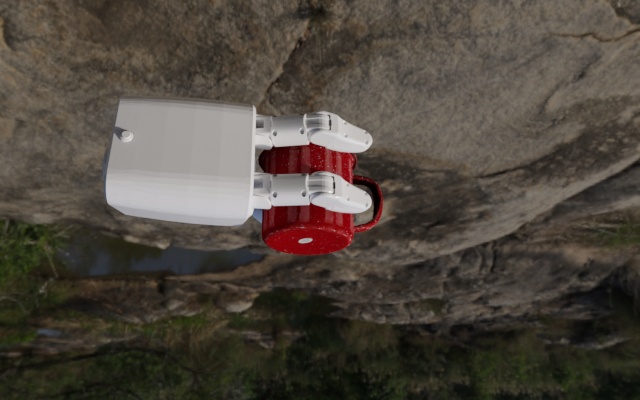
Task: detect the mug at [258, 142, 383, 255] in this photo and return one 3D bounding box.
[{"bbox_3d":[0.001,0.002,0.437,0.117,0.081,0.093,4,-23,-11],"label":"mug"}]
